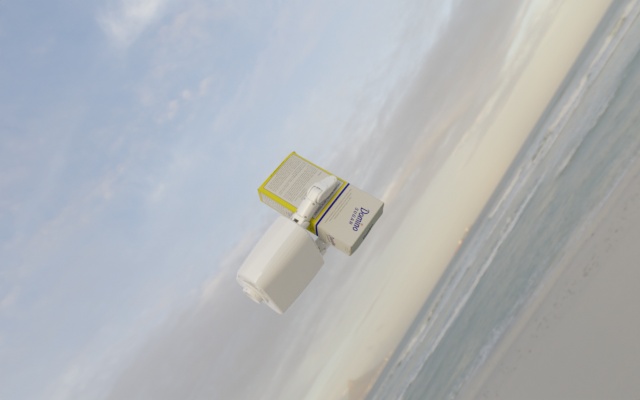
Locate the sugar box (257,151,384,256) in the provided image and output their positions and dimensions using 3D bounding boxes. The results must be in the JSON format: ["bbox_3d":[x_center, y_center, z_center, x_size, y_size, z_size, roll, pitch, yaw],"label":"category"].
[{"bbox_3d":[0.000,0.003,0.743,0.176,0.093,0.048,32,-24,17],"label":"sugar box"}]
